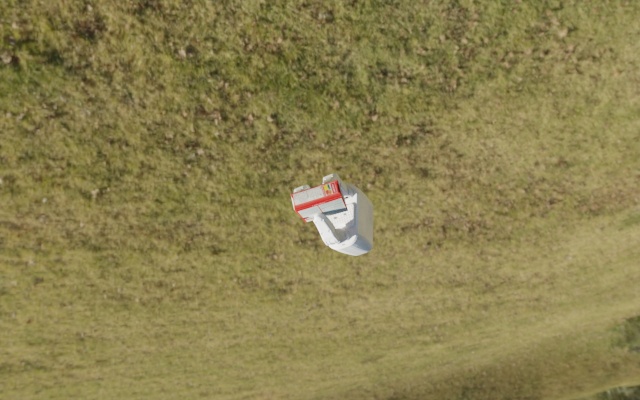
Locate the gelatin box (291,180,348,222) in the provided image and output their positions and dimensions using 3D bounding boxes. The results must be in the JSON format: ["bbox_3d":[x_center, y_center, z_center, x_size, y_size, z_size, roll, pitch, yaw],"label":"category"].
[{"bbox_3d":[0.000,0.003,0.736,0.073,0.030,0.089,-17,-17,5],"label":"gelatin box"}]
